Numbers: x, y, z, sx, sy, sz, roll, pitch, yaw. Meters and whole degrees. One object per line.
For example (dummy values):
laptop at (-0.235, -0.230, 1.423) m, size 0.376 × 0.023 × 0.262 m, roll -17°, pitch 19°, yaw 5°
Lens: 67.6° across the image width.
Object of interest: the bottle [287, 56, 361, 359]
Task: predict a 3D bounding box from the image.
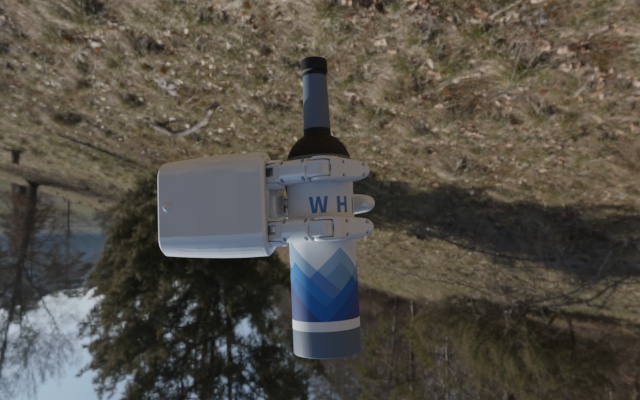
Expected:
bottle at (0.000, 0.002, 0.482) m, size 0.069 × 0.295 × 0.069 m, roll -3°, pitch -5°, yaw 0°
